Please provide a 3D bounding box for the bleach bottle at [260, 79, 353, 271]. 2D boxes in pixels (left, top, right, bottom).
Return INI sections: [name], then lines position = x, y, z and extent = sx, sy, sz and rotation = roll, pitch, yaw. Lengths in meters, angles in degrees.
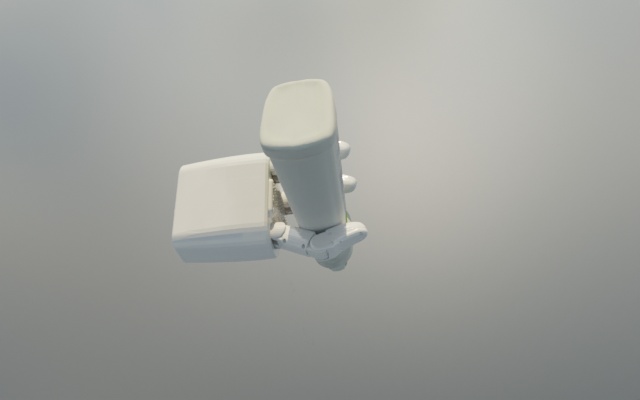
[bleach bottle]
position = 0.000, 0.002, 0.514
extent = 0.068, 0.102, 0.251
rotation = -6, -43, 7
